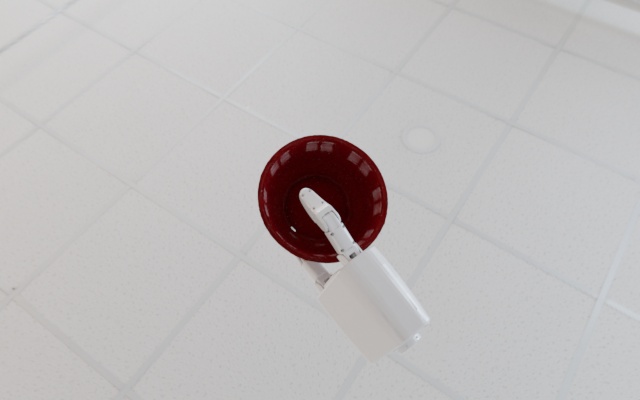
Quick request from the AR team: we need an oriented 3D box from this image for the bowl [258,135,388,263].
[{"bbox_3d":[0.000,0.001,0.602,0.162,0.162,0.055,0,-15,-11],"label":"bowl"}]
